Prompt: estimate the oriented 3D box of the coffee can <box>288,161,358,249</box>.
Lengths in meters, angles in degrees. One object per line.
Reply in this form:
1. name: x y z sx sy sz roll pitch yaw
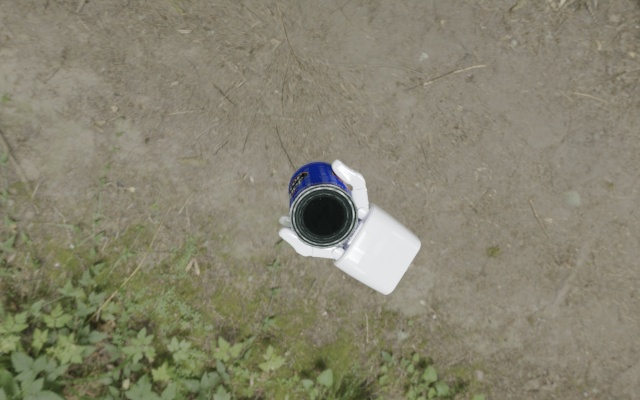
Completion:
1. coffee can: 0.000 0.002 0.765 0.103 0.103 0.140 0 19 -4
